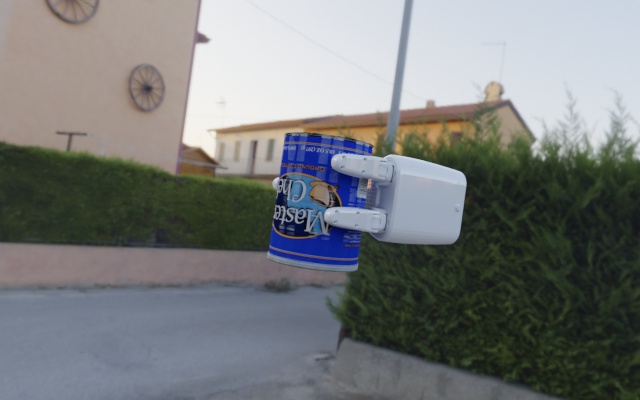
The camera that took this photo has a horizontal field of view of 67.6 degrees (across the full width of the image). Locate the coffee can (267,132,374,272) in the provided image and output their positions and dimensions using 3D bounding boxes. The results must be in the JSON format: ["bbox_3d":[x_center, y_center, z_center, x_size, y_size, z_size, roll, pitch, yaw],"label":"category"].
[{"bbox_3d":[0.000,0.002,0.539,0.103,0.140,0.103,8,0,0],"label":"coffee can"}]
